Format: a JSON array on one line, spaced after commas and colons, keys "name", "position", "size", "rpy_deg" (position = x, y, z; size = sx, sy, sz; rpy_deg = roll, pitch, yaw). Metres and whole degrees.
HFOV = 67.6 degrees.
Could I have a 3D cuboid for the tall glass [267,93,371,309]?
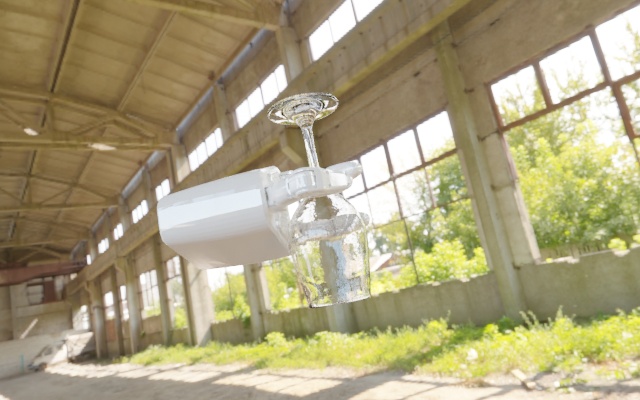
[{"name": "tall glass", "position": [0.000, 0.001, 0.473], "size": [0.079, 0.201, 0.079], "rpy_deg": [-11, -11, -2]}]
